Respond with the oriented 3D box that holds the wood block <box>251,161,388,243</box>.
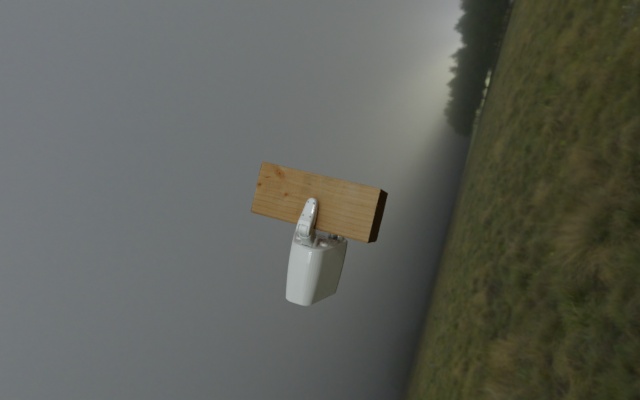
[{"bbox_3d":[0.000,0.003,0.813,0.206,0.090,0.091,14,1,15],"label":"wood block"}]
